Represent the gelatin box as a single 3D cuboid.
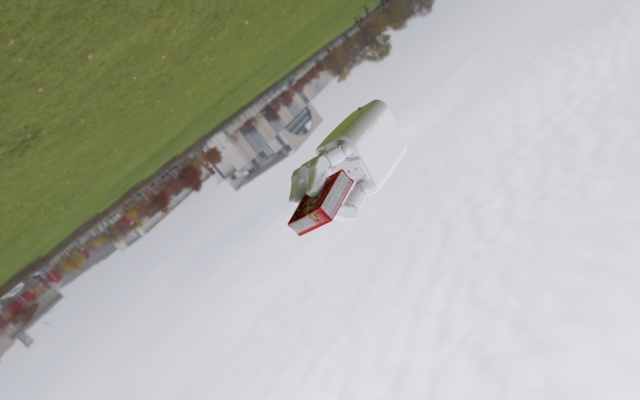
[{"bbox_3d":[0.000,0.003,0.679,0.073,0.030,0.089,-27,24,44],"label":"gelatin box"}]
